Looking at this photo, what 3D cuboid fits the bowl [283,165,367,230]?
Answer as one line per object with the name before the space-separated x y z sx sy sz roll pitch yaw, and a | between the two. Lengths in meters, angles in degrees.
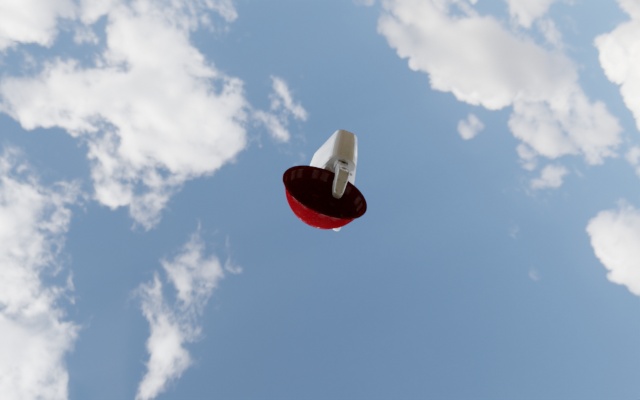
bowl | 0.000 0.004 0.862 0.162 0.055 0.162 18 30 -11
